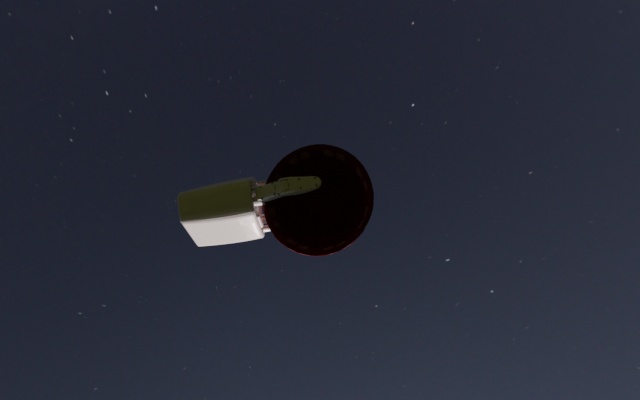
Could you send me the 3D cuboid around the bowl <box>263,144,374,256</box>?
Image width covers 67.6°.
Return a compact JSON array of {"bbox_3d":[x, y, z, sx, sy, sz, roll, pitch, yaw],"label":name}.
[{"bbox_3d":[0.002,0.002,0.700,0.162,0.162,0.055,0,-10,13],"label":"bowl"}]
